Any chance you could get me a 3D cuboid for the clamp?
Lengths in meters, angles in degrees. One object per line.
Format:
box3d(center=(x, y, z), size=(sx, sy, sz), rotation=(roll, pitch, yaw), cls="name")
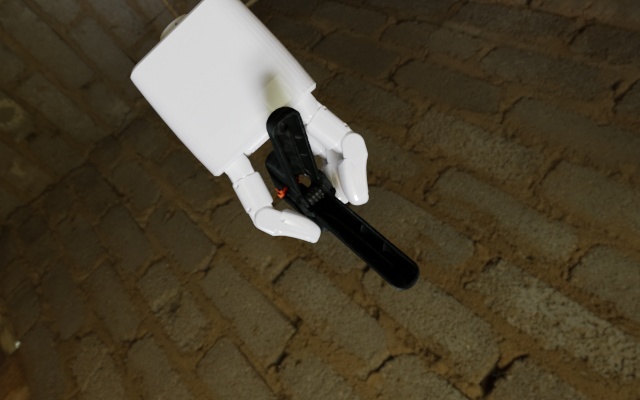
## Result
box3d(center=(-0.001, 0.002, 0.423), size=(0.036, 0.164, 0.210), rotation=(-41, 9, -10), cls="clamp")
